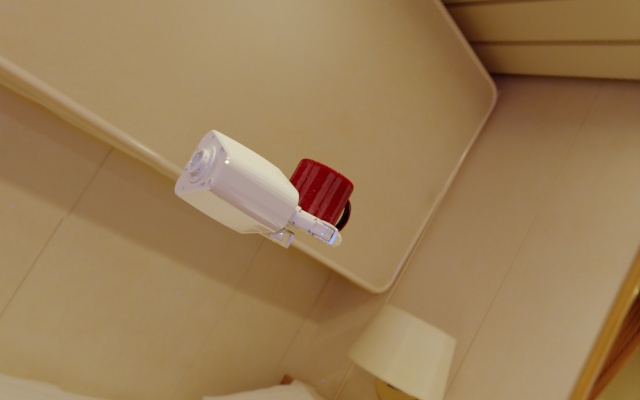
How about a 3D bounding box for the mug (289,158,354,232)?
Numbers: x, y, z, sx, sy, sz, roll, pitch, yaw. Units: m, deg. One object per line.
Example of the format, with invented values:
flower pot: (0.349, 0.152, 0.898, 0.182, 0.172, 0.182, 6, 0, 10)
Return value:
mug: (0.001, 0.003, 0.644, 0.117, 0.081, 0.093, 33, -8, -37)
